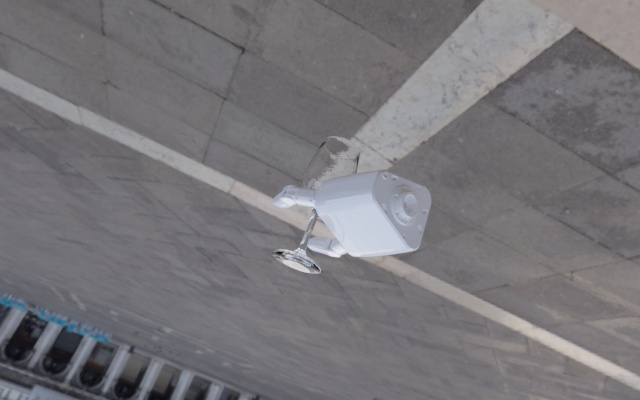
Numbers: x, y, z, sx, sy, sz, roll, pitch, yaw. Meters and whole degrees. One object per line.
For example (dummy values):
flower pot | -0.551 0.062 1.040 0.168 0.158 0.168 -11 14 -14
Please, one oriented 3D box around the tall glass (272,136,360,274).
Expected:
tall glass | 0.000 0.003 0.708 0.079 0.201 0.079 17 -25 8
